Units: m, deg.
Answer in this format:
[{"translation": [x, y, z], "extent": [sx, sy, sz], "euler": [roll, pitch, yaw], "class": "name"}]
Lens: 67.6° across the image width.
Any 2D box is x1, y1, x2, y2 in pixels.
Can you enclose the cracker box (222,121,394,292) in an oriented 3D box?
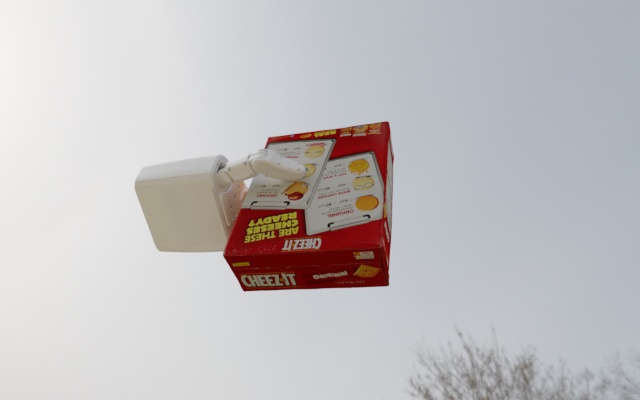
[{"translation": [0.000, 0.002, 0.556], "extent": [0.164, 0.072, 0.213], "euler": [-5, 41, 15], "class": "cracker box"}]
